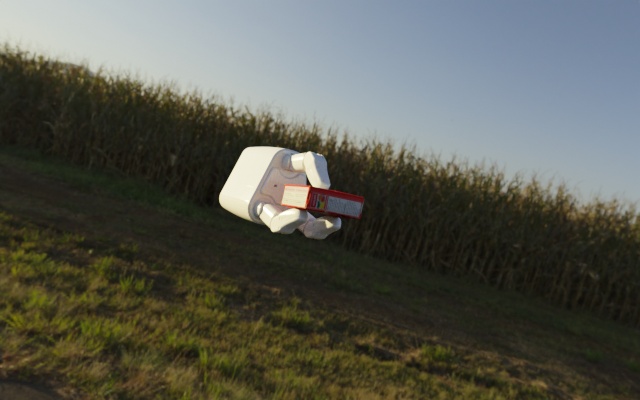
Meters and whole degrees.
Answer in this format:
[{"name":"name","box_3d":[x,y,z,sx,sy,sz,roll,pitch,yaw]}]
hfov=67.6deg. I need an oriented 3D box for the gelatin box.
[{"name":"gelatin box","box_3d":[0.000,0.001,0.590,0.073,0.030,0.089,12,-3,-24]}]
